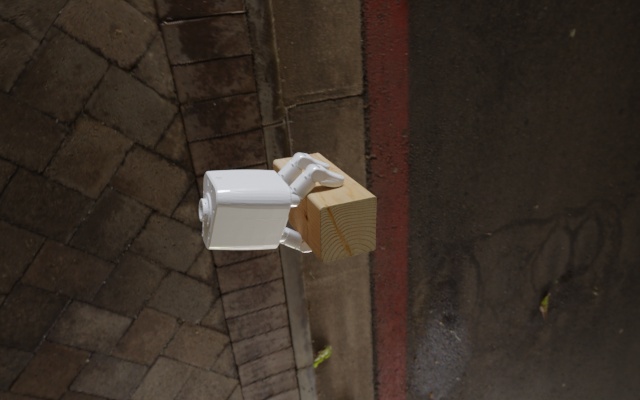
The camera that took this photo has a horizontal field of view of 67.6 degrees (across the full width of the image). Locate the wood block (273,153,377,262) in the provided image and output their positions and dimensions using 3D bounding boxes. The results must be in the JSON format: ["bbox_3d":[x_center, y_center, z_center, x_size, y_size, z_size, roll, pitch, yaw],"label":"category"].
[{"bbox_3d":[0.000,0.003,0.760,0.090,0.091,0.206,-11,27,-20],"label":"wood block"}]
